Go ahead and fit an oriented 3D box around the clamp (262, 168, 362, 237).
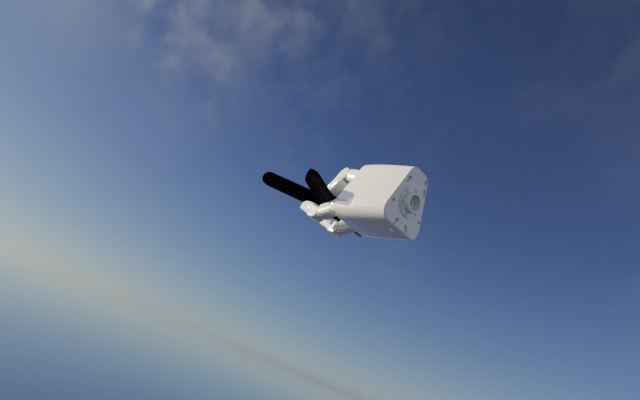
[{"bbox_3d":[0.001,0.002,0.866,0.210,0.036,0.164,38,-18,-36],"label":"clamp"}]
